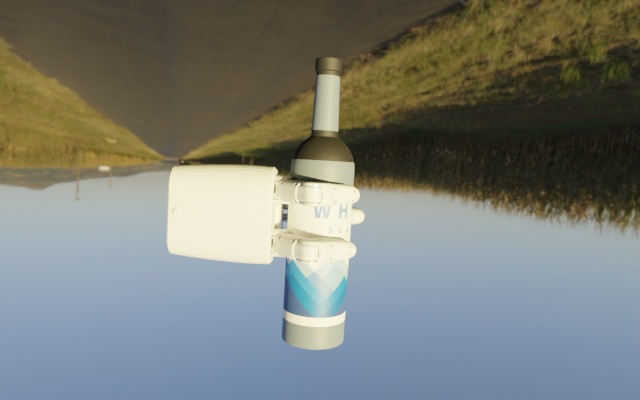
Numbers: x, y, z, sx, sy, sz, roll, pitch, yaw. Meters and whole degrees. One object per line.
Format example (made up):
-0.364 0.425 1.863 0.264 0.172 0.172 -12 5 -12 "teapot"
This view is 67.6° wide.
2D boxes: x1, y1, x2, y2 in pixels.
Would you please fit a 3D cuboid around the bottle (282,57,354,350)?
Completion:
0.000 0.002 0.502 0.069 0.296 0.069 3 5 0 "bottle"
